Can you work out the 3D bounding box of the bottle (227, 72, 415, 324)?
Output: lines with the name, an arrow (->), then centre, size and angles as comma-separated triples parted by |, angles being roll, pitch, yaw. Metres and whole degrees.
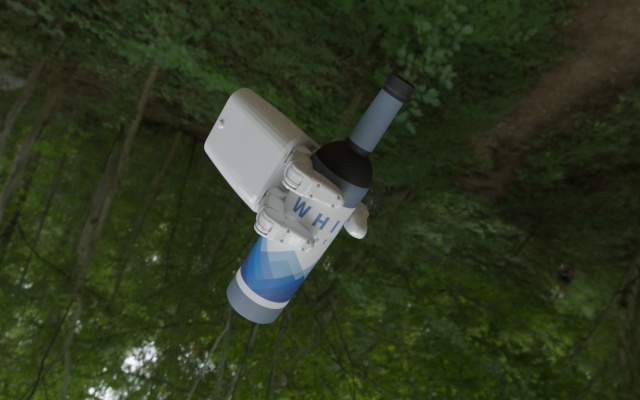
bottle -> 0.000, 0.002, 0.495 | 0.069, 0.296, 0.069 | 30, 21, -12
